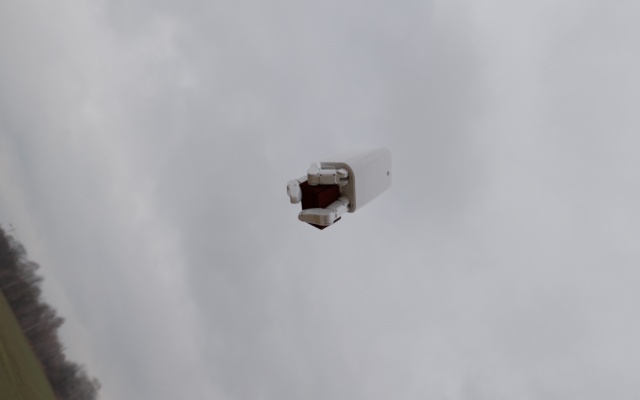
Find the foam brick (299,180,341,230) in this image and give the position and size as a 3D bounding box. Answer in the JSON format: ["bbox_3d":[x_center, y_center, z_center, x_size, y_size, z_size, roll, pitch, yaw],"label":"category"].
[{"bbox_3d":[0.000,0.003,0.847,0.051,0.078,0.053,-28,38,-34],"label":"foam brick"}]
